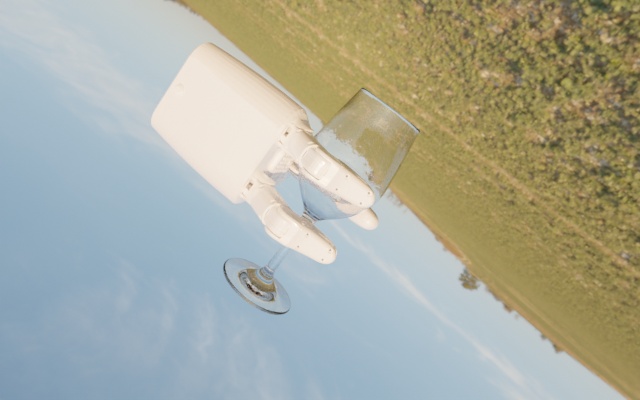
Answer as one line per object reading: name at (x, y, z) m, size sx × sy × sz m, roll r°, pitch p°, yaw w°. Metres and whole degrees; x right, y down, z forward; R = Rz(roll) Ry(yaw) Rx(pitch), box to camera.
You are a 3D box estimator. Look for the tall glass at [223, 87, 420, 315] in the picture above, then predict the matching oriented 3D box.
tall glass at (0.000, 0.002, 0.419) m, size 0.079 × 0.201 × 0.079 m, roll 35°, pitch 13°, yaw -9°
